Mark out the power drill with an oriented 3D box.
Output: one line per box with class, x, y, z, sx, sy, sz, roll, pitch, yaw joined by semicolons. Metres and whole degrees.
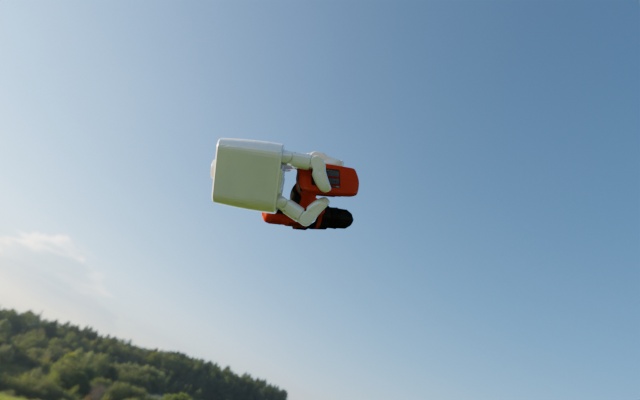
power drill;0.000;0.003;0.871;0.184;0.057;0.188;5;-27;-19
